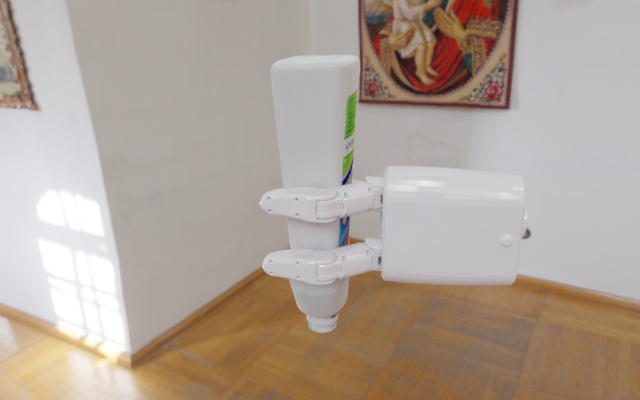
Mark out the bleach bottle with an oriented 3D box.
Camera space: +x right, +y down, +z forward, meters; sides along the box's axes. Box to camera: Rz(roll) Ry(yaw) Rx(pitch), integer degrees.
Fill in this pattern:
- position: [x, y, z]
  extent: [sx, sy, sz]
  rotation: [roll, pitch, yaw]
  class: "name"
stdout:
- position: [0.000, 0.001, 0.434]
  extent: [0.068, 0.251, 0.102]
  rotation: [2, 21, 10]
  class: "bleach bottle"
